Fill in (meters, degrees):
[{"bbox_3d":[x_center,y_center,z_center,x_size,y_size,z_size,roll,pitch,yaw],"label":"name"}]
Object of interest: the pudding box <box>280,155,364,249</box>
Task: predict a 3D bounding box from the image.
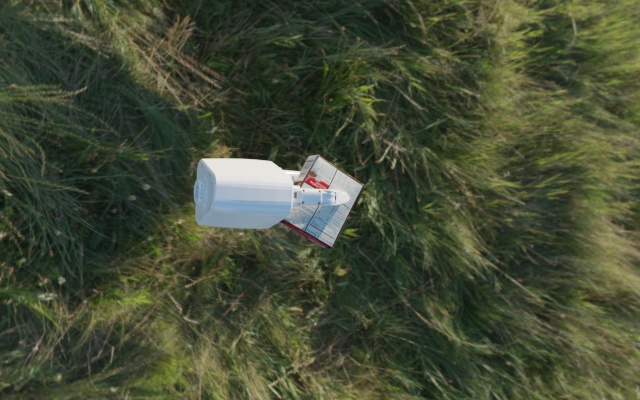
[{"bbox_3d":[0.000,0.002,0.705,0.090,0.113,0.039,32,-12,-20],"label":"pudding box"}]
